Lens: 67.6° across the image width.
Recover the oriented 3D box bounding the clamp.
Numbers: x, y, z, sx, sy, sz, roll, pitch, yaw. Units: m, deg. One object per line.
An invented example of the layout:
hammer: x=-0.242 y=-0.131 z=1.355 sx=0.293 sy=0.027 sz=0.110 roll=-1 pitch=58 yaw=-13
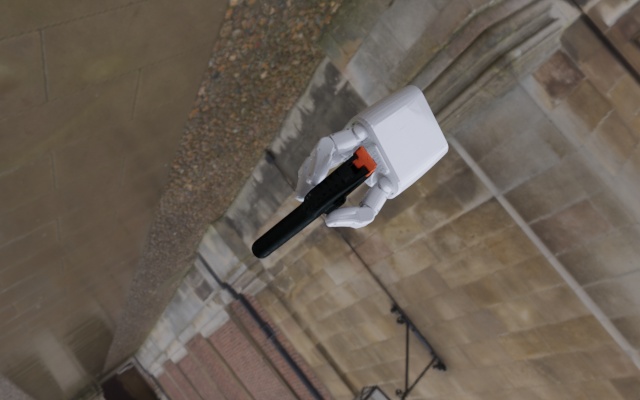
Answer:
clamp: x=0.001 y=0.002 z=0.573 sx=0.164 sy=0.036 sz=0.210 roll=-35 pitch=-5 yaw=-26
